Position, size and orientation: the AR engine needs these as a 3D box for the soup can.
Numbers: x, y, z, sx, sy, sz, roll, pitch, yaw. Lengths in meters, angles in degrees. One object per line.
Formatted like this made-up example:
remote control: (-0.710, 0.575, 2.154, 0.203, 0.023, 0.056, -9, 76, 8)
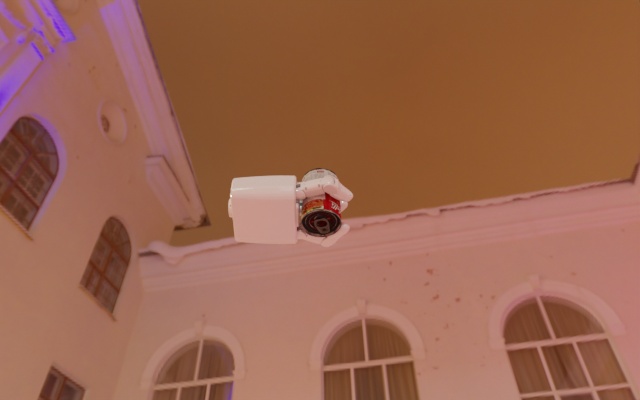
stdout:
soup can: (0.001, 0.002, 0.816, 0.068, 0.102, 0.069, -1, -44, -1)
